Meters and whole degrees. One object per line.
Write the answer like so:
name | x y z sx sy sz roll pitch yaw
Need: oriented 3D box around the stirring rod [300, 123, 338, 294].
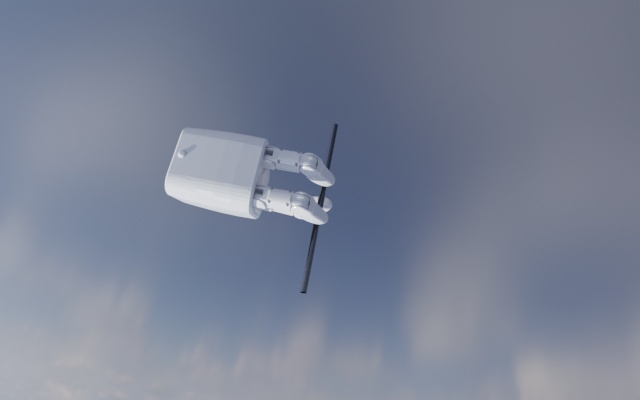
stirring rod | 0.000 0.002 0.617 0.011 0.239 0.011 9 -25 4
